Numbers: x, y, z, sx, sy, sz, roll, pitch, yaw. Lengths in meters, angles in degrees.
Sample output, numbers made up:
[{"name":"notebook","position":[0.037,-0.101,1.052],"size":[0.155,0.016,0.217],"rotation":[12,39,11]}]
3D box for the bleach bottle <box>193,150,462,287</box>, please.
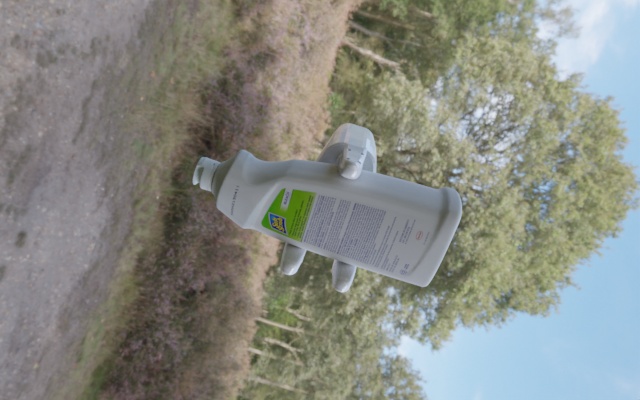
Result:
[{"name":"bleach bottle","position":[0.000,0.002,0.471],"size":[0.251,0.103,0.068],"rotation":[18,25,0]}]
